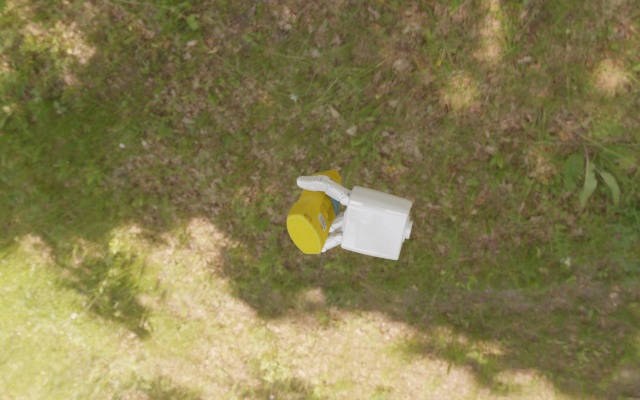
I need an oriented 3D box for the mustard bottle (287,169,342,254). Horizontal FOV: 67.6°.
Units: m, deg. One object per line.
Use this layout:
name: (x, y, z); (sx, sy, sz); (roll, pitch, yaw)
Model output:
mustard bottle: (0.000, 0.003, 0.900); (0.058, 0.096, 0.191); (-6, 36, 28)
